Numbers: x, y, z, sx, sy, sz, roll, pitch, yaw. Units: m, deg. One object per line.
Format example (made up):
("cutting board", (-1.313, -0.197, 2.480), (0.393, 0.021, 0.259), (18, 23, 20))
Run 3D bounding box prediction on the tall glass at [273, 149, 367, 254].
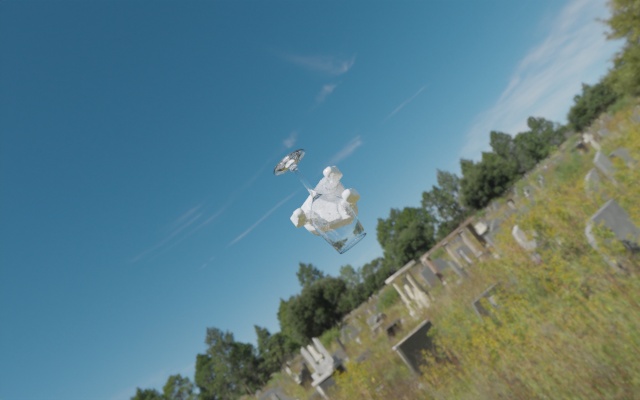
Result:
("tall glass", (0.000, 0.002, 0.890), (0.079, 0.201, 0.079), (-36, -13, -10))
